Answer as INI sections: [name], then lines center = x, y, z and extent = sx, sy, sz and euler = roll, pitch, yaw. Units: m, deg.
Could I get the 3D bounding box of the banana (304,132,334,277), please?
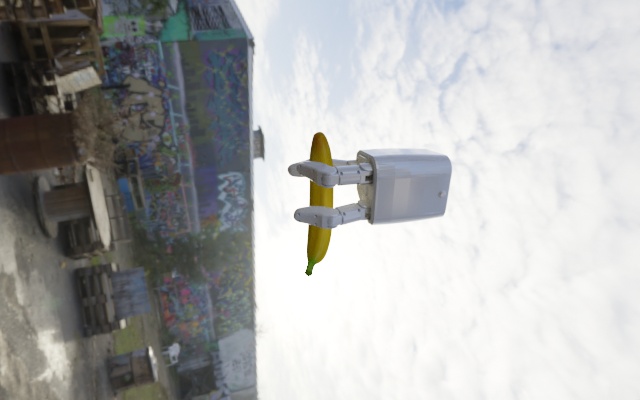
[banana]
center = 0.000, 0.003, 0.673
extent = 0.037, 0.198, 0.069
euler = 2, 6, 1
